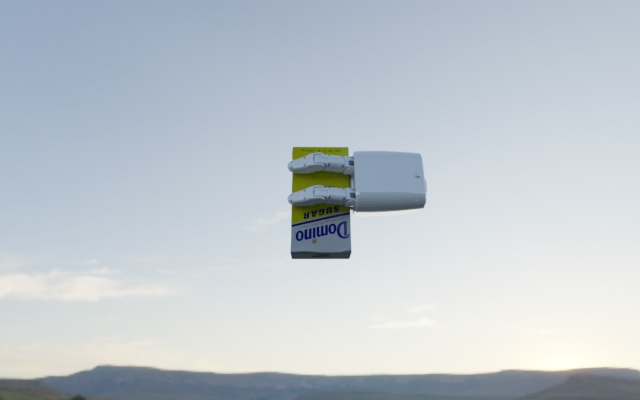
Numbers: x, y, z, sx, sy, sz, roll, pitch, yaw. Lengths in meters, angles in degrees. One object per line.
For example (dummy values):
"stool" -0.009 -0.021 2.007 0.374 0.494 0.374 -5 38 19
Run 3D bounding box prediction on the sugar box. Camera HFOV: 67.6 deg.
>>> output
"sugar box" 0.000 0.002 0.747 0.093 0.176 0.048 -1 -24 -1
